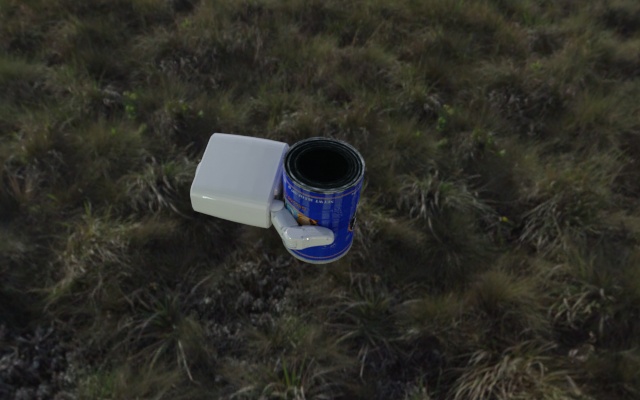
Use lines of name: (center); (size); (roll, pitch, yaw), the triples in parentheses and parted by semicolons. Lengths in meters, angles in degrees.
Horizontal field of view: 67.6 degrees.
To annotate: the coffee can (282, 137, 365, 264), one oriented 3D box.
coffee can: (0.000, 0.002, 0.637); (0.103, 0.102, 0.140); (0, -44, -5)
